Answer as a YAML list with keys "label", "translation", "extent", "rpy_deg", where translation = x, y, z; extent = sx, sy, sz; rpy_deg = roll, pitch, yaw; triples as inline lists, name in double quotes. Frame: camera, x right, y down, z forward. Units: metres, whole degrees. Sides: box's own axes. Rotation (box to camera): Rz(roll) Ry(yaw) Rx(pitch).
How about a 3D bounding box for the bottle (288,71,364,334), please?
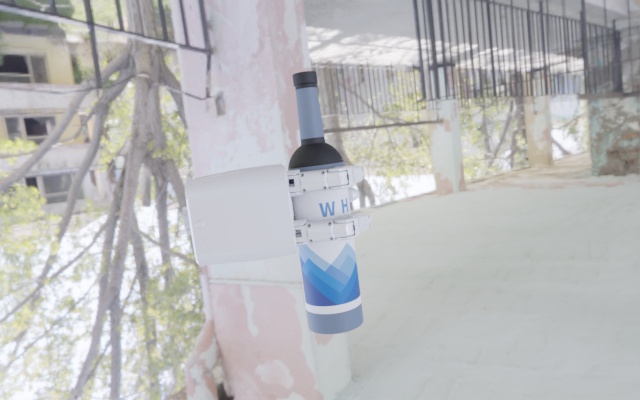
- label: "bottle"
  translation: [0.000, 0.002, 0.554]
  extent: [0.069, 0.296, 0.069]
  rpy_deg: [-7, 6, 1]
